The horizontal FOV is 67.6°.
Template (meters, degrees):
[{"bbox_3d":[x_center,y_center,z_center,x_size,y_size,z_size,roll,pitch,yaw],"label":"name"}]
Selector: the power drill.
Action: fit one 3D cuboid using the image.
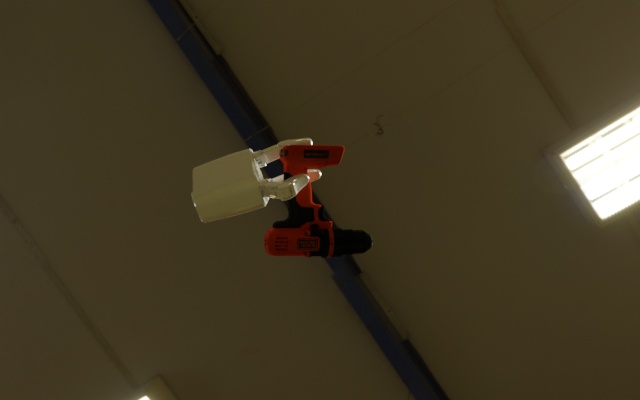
[{"bbox_3d":[0.000,0.002,0.794,0.184,0.187,0.057,0,1,-16],"label":"power drill"}]
